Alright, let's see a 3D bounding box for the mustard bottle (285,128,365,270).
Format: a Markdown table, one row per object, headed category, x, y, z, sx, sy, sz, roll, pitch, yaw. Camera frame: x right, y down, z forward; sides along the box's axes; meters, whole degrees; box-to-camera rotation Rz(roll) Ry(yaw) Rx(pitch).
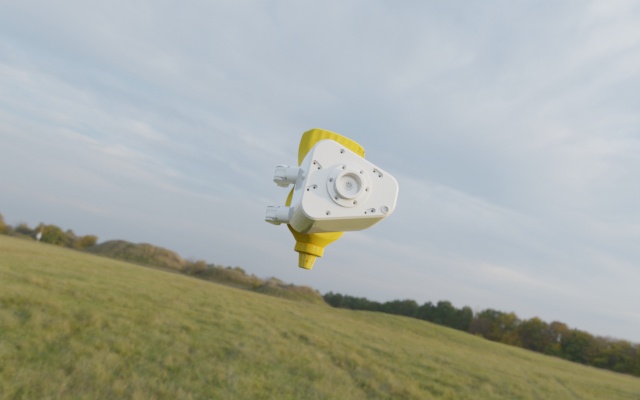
| category | x | y | z | sx | sy | sz | roll | pitch | yaw |
| --- | --- | --- | --- | --- | --- | --- | --- | --- | --- |
| mustard bottle | 0.000 | 0.002 | 0.675 | 0.096 | 0.191 | 0.058 | 20 | -13 | -30 |
